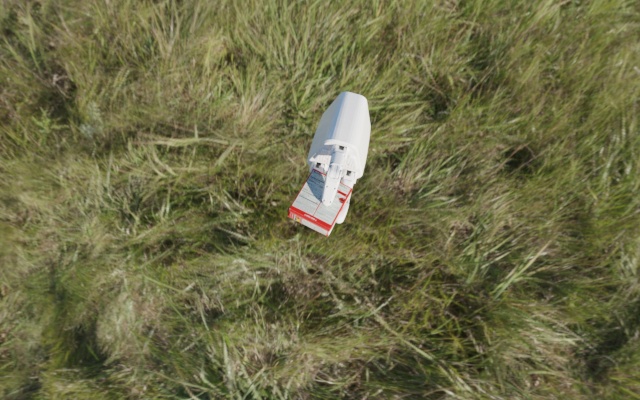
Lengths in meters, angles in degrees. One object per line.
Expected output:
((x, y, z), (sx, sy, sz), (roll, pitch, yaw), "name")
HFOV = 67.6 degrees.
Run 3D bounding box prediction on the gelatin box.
((0.000, 0.003, 0.763), (0.073, 0.089, 0.030), (27, -29, 5), "gelatin box")
